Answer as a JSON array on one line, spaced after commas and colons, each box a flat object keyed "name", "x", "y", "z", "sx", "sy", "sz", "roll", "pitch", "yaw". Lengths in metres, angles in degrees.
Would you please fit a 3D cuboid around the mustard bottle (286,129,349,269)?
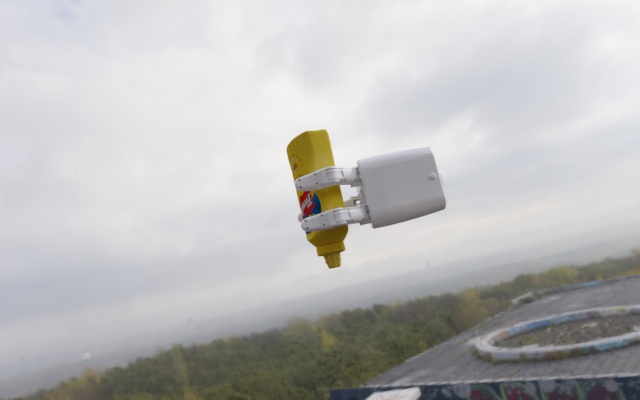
[{"name": "mustard bottle", "x": 0.000, "y": 0.002, "z": 0.684, "sx": 0.058, "sy": 0.191, "sz": 0.096, "roll": -9, "pitch": -11, "yaw": -24}]
